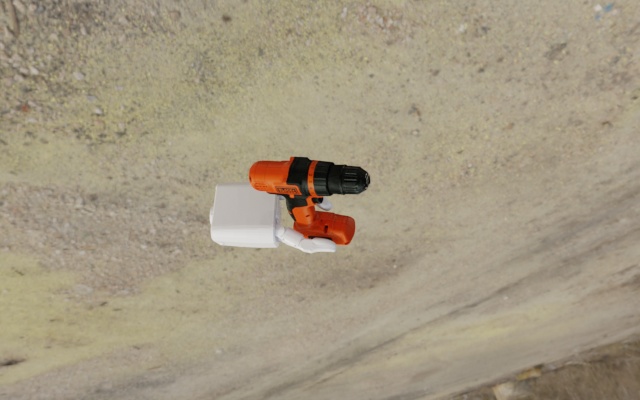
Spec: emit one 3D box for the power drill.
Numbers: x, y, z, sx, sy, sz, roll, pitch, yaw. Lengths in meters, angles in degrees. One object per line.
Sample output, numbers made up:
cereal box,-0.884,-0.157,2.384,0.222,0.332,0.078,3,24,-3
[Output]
power drill,0.000,0.003,0.748,0.184,0.057,0.188,6,-32,21
